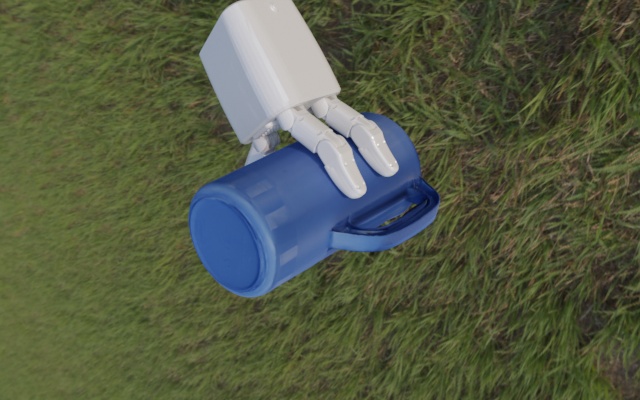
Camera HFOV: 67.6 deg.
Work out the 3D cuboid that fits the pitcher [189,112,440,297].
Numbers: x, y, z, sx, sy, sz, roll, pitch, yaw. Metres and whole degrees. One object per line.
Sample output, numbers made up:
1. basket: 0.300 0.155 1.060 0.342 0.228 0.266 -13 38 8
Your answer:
1. pitcher: 0.000 0.001 0.487 0.149 0.145 0.242 -26 3 44
